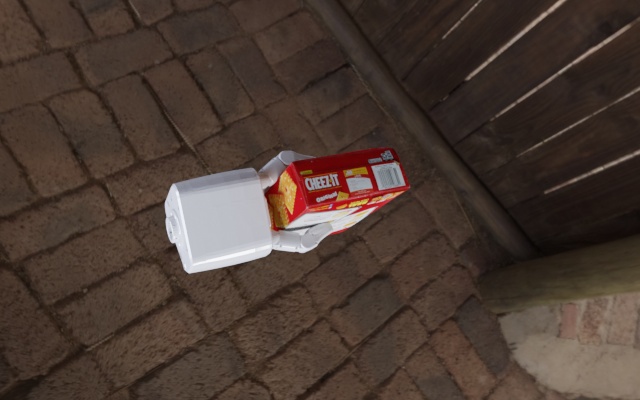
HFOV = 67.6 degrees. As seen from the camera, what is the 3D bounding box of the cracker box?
[{"bbox_3d":[0.000,0.002,0.699,0.164,0.072,0.214,-11,-14,-29],"label":"cracker box"}]
